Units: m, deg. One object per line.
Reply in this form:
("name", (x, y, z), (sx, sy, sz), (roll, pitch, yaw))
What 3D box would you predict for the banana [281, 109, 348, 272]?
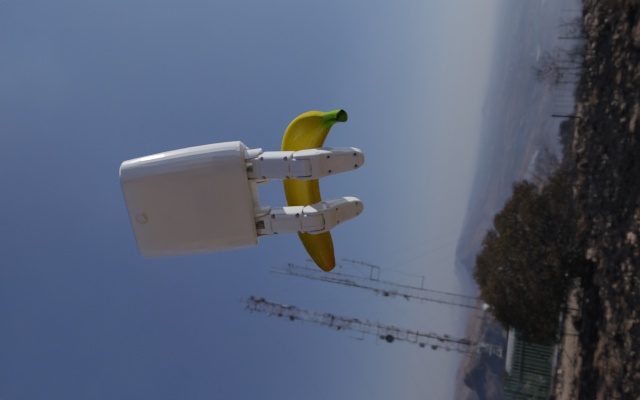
("banana", (-0.011, -0.011, 0.475), (0.037, 0.198, 0.069), (-24, 47, -26))
